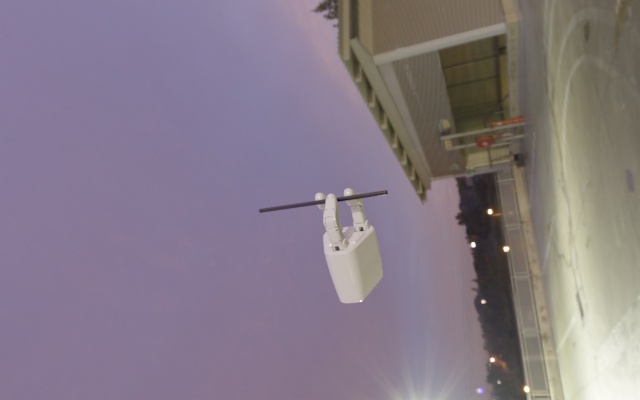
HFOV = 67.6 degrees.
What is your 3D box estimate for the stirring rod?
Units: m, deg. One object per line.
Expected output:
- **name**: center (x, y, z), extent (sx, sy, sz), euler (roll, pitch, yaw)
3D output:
- **stirring rod**: center (0.000, 0.003, 0.844), extent (0.239, 0.011, 0.011), euler (-8, -3, 19)
